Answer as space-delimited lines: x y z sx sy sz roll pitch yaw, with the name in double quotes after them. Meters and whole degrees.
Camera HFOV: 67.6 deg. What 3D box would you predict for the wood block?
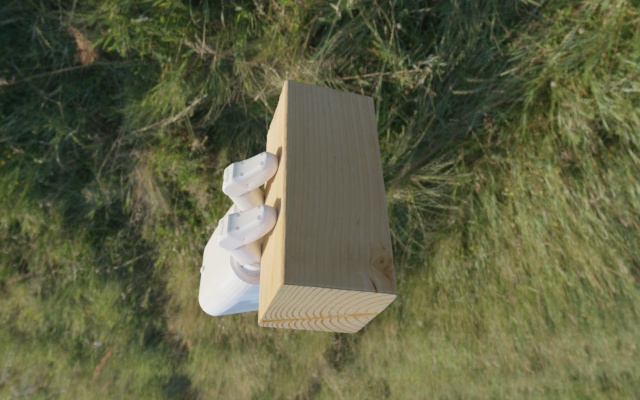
0.000 0.002 0.430 0.091 0.206 0.090 9 -35 -15 "wood block"
